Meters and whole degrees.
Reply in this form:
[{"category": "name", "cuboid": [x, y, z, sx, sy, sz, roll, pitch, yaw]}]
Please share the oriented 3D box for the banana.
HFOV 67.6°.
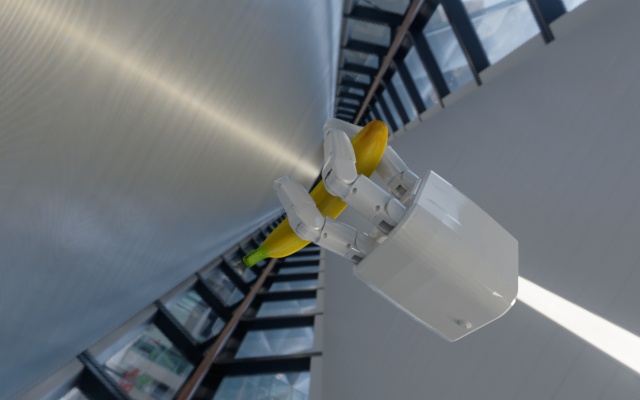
[{"category": "banana", "cuboid": [0.005, -0.001, 0.456, 0.198, 0.037, 0.069, -48, -6, 26]}]
